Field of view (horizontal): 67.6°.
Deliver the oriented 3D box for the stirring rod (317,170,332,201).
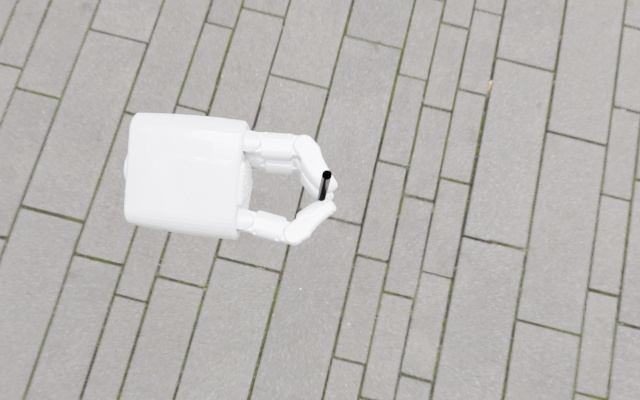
[{"bbox_3d":[0.000,0.002,0.494,0.011,0.011,0.239,0,-10,-2],"label":"stirring rod"}]
